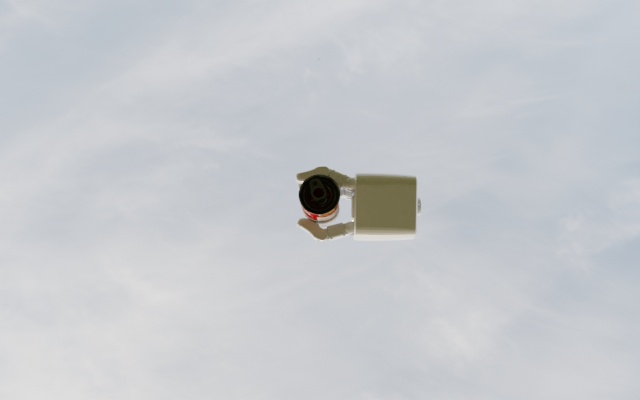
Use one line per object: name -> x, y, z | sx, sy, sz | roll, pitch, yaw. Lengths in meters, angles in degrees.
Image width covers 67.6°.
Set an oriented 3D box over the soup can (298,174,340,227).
soup can -> 0.000, 0.003, 0.817 | 0.068, 0.068, 0.102 | 0, -15, 2
